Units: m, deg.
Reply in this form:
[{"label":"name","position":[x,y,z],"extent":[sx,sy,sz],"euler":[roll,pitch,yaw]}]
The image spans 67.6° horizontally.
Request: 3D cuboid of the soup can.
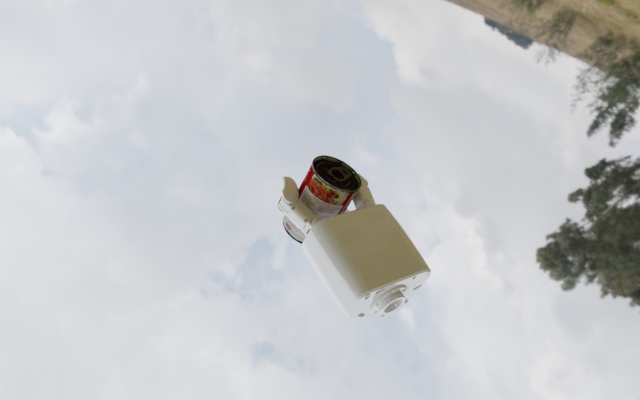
[{"label":"soup can","position":[0.000,0.002,0.619],"extent":[0.068,0.102,0.068],"euler":[20,35,-15]}]
